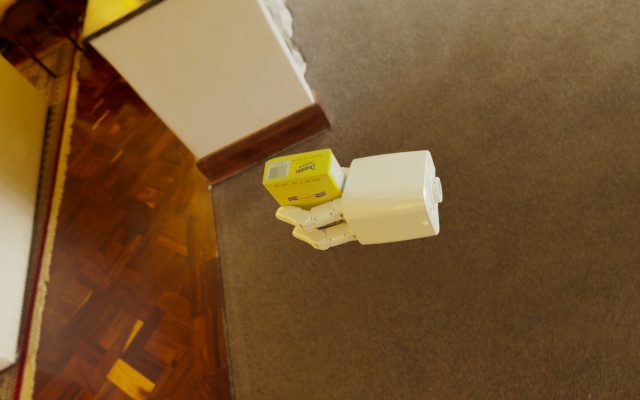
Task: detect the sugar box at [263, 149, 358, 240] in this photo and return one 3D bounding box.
[{"bbox_3d":[0.000,0.003,0.668,0.093,0.048,0.176,-8,-36,21],"label":"sugar box"}]
